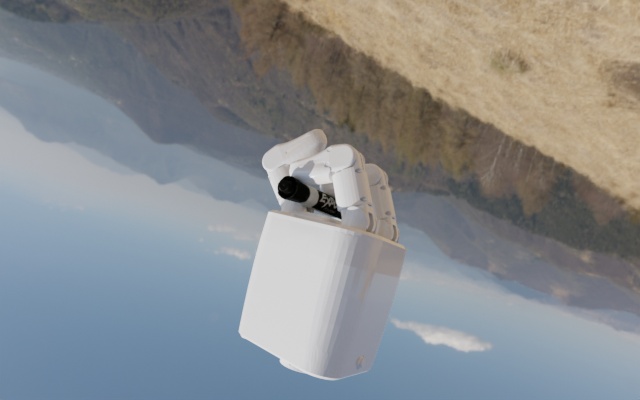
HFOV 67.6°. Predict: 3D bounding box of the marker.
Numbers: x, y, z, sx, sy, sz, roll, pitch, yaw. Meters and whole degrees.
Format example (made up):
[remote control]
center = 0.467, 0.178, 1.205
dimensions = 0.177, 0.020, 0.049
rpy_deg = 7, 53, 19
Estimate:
[marker]
center = 0.000, 0.001, 0.414
dimensions = 0.020, 0.020, 0.121
rpy_deg = 0, -12, 28
